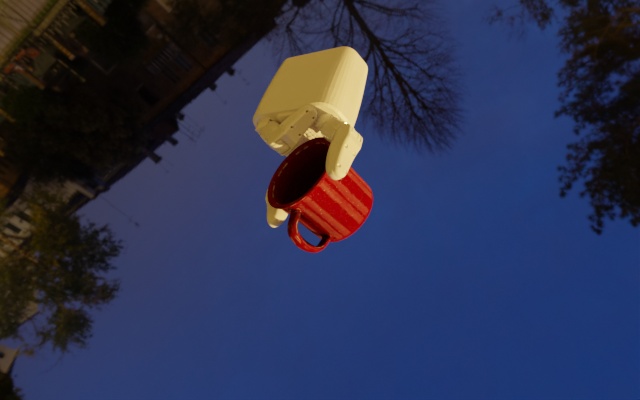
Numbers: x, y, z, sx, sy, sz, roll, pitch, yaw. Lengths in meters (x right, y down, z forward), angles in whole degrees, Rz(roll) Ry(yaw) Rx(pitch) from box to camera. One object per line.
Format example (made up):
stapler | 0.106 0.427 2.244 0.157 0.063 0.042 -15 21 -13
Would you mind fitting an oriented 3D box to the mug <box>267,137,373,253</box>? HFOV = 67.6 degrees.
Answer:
mug | 0.000 0.003 0.513 0.093 0.117 0.081 -16 -46 41
